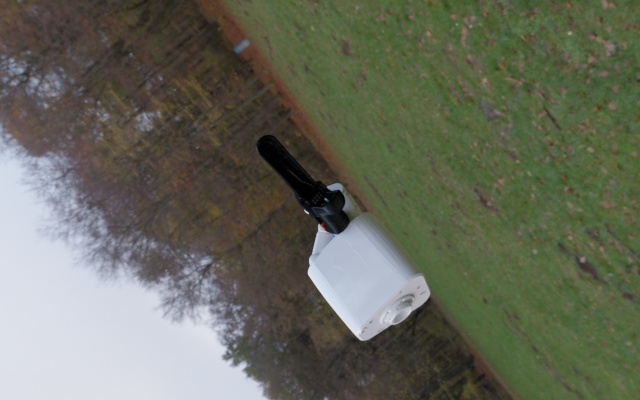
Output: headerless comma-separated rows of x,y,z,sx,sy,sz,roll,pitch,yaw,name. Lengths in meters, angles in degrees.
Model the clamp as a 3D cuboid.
0.000,0.002,0.538,0.120,0.039,0.171,46,-2,35,clamp
